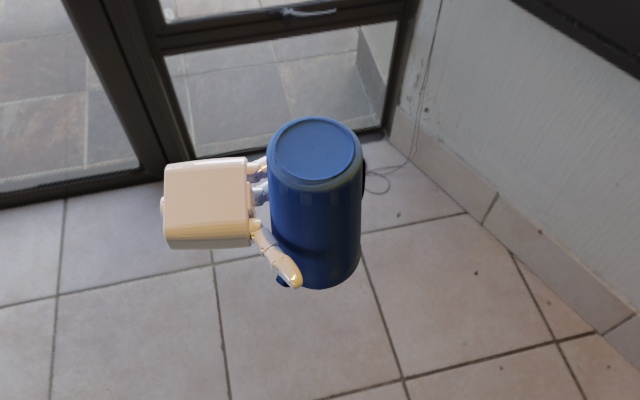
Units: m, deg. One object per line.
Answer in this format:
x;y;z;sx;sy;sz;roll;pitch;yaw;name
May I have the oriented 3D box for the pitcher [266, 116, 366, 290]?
0.000;0.002;0.625;0.145;0.149;0.243;-4;-33;-3;pitcher
